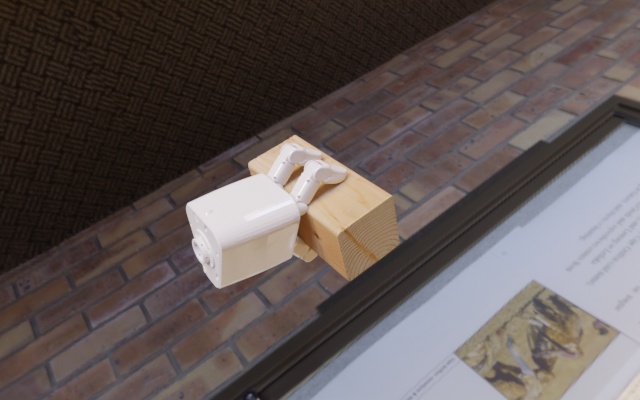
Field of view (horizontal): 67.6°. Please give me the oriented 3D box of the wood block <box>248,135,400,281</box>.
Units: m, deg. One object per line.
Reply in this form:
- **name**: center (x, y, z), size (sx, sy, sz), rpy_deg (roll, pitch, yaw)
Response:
- **wood block**: center (0.000, 0.003, 0.649), size (0.090, 0.091, 0.206), rpy_deg (-34, 45, -20)
